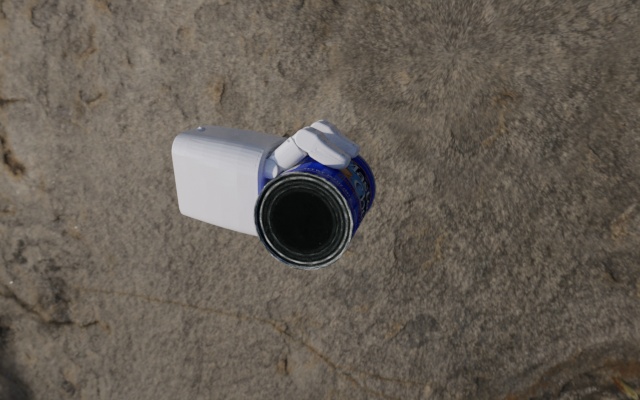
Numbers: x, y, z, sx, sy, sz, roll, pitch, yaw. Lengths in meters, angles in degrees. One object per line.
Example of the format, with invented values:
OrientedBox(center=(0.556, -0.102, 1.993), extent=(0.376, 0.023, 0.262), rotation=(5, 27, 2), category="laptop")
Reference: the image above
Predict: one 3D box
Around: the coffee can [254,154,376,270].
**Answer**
OrientedBox(center=(0.000, 0.002, 0.530), extent=(0.103, 0.103, 0.140), rotation=(0, 16, 16), category="coffee can")
